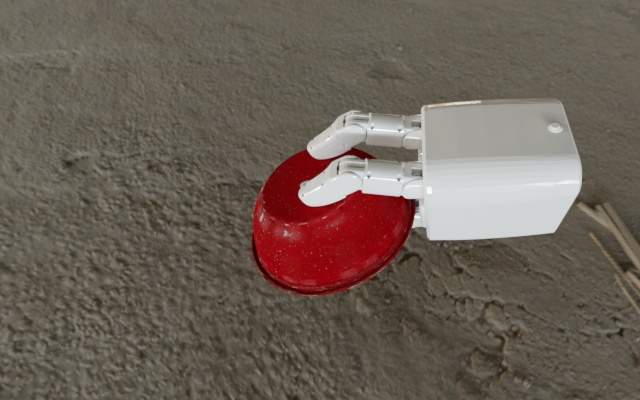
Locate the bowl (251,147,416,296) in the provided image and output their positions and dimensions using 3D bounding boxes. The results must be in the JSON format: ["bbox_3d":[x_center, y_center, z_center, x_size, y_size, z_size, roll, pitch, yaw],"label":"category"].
[{"bbox_3d":[-0.001,0.002,0.429,0.162,0.162,0.055,0,-39,27],"label":"bowl"}]
